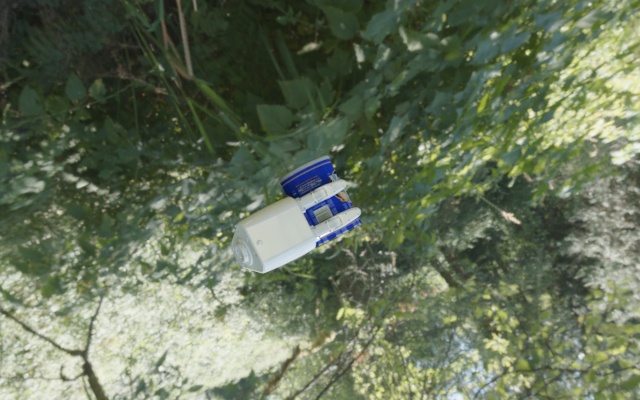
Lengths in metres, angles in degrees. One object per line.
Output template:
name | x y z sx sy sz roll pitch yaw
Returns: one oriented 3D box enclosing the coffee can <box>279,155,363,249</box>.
coffee can | 0.000 0.003 0.874 0.103 0.140 0.103 -27 -2 -1
